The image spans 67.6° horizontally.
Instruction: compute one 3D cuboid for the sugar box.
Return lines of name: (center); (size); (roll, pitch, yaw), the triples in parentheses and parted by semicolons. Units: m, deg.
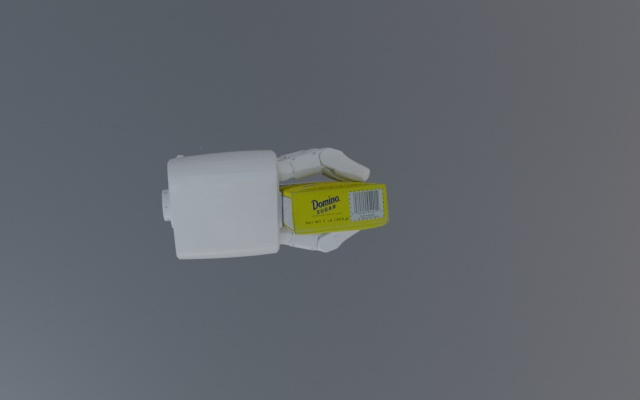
sugar box: (0.000, 0.001, 0.524); (0.093, 0.048, 0.176); (-5, 7, -13)
